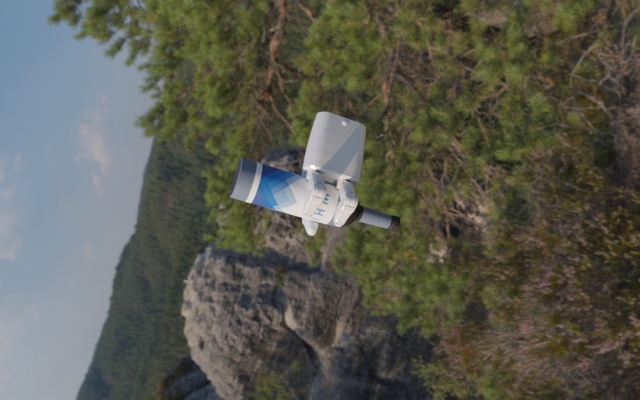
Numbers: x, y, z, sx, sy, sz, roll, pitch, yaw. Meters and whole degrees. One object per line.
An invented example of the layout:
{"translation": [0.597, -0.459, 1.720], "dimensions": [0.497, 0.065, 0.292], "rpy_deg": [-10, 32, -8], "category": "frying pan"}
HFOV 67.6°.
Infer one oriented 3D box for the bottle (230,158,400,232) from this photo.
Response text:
{"translation": [0.000, 0.003, 0.806], "dimensions": [0.296, 0.069, 0.069], "rpy_deg": [16, -5, -16], "category": "bottle"}
